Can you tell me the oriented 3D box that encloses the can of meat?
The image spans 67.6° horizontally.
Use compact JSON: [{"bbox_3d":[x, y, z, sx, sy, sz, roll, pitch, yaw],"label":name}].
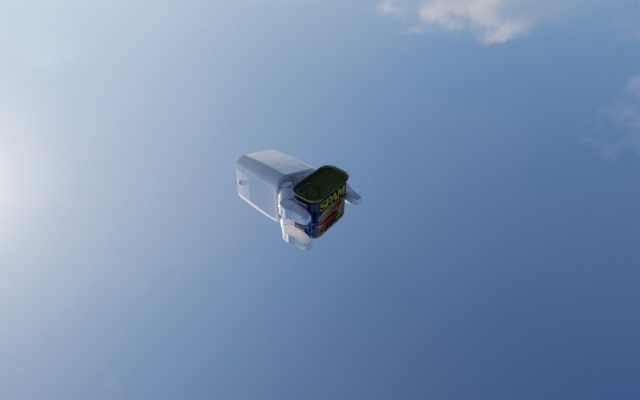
[{"bbox_3d":[0.000,0.003,0.802,0.057,0.084,0.102,27,45,28],"label":"can of meat"}]
